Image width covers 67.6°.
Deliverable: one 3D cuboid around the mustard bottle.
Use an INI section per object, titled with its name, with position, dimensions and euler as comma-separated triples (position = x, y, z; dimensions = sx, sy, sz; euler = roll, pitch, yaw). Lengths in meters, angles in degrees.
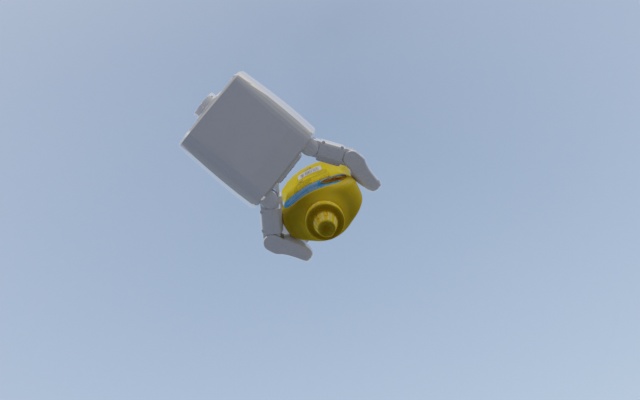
[mustard bottle]
position = 0.000, 0.002, 0.562
dimensions = 0.096, 0.058, 0.191
euler = -24, 15, 3
